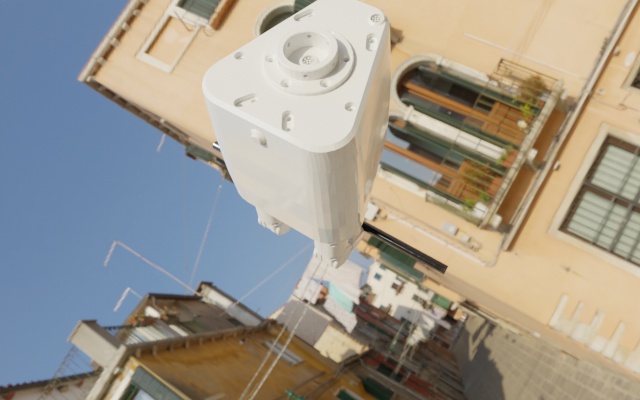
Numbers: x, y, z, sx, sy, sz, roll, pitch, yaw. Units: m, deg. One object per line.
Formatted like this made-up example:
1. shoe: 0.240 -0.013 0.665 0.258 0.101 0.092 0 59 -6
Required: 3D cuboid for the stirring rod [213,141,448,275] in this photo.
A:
1. stirring rod: 0.000 0.001 0.419 0.239 0.011 0.011 28 9 18
